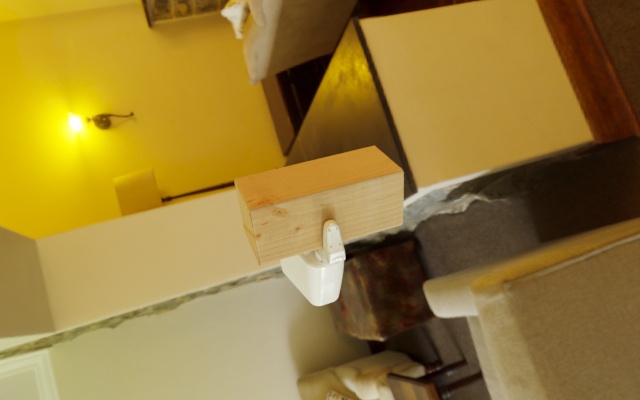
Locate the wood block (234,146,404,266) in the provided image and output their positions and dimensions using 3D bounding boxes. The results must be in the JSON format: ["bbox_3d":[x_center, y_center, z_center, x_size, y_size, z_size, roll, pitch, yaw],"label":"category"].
[{"bbox_3d":[0.000,0.003,0.647,0.206,0.090,0.090,-15,34,-15],"label":"wood block"}]
